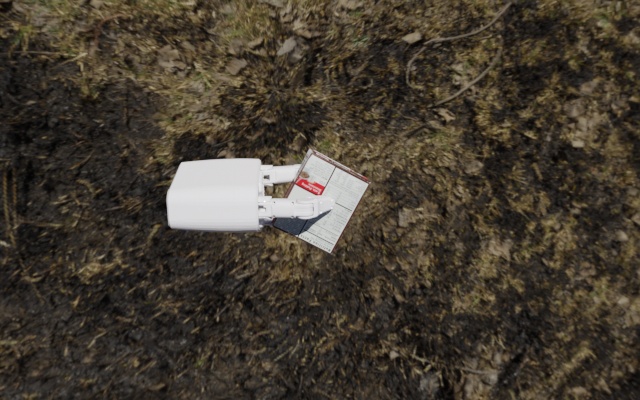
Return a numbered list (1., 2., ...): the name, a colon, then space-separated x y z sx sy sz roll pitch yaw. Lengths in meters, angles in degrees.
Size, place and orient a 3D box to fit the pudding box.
1. pudding box: 0.000 0.002 0.627 0.090 0.113 0.039 27 10 -9
